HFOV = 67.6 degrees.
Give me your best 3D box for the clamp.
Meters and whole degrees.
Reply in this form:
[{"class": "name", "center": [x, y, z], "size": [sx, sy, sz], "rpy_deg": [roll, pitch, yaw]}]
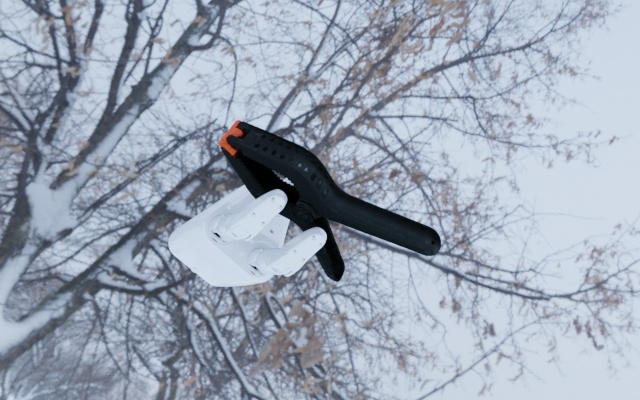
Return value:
[{"class": "clamp", "center": [0.000, 0.001, 0.448], "size": [0.210, 0.036, 0.164], "rpy_deg": [45, -37, -21]}]
